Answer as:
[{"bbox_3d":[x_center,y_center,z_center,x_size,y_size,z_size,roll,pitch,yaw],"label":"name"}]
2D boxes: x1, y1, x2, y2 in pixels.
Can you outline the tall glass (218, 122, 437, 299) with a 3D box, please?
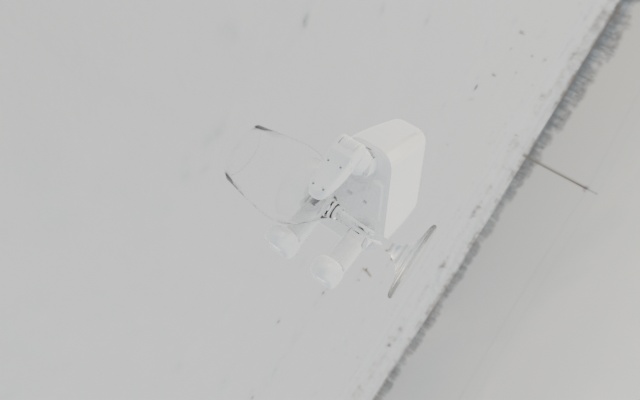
[{"bbox_3d":[0.001,0.002,0.439,0.201,0.079,0.079,33,11,18],"label":"tall glass"}]
